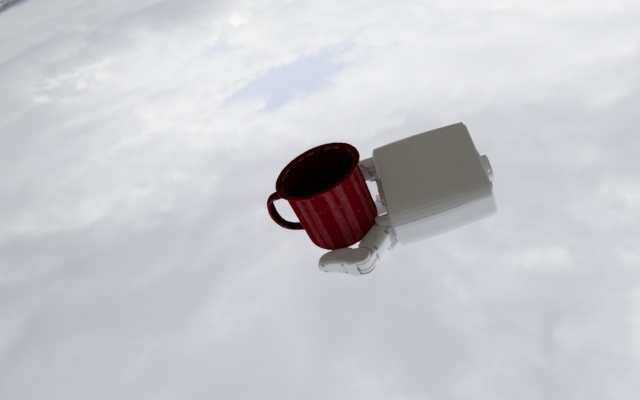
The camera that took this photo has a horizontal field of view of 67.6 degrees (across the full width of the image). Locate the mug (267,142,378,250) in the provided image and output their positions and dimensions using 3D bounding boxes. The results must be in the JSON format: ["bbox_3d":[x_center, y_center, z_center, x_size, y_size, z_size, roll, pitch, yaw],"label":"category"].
[{"bbox_3d":[-0.001,0.002,0.509,0.117,0.081,0.093,-18,35,14],"label":"mug"}]
